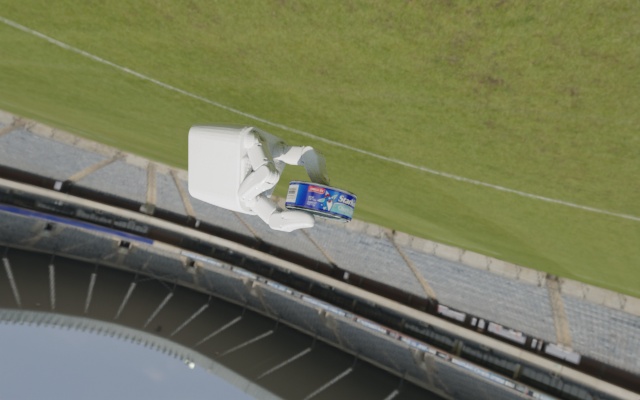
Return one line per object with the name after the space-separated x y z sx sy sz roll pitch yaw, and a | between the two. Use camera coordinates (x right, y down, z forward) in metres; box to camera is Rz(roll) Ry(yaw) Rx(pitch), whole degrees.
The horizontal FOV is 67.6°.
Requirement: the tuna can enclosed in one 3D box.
0.000 0.002 0.590 0.086 0.033 0.086 13 -6 1 | tuna can
